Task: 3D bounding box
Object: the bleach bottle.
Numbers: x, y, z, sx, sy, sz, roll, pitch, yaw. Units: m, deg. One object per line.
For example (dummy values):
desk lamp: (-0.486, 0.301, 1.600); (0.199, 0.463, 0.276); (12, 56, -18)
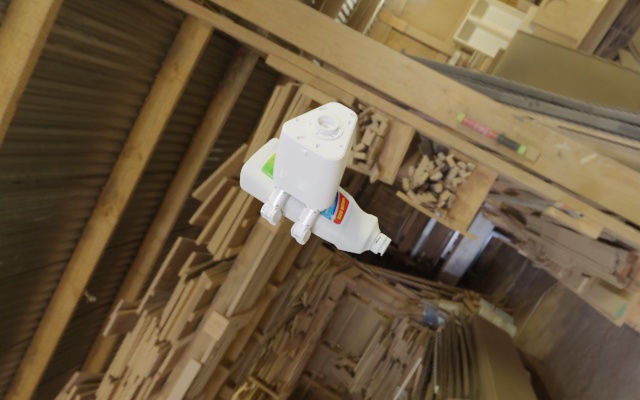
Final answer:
bleach bottle: (0.000, 0.003, 0.754); (0.251, 0.068, 0.102); (32, 52, 13)
